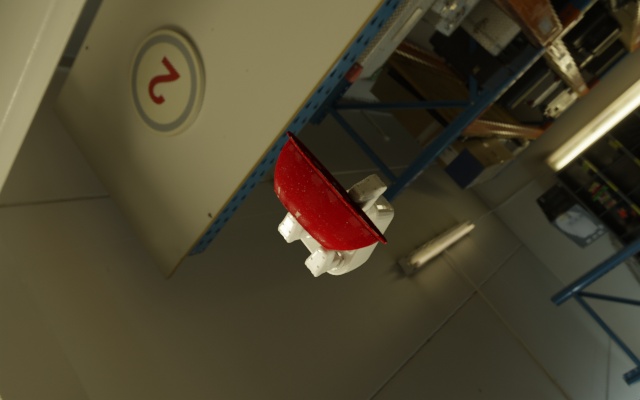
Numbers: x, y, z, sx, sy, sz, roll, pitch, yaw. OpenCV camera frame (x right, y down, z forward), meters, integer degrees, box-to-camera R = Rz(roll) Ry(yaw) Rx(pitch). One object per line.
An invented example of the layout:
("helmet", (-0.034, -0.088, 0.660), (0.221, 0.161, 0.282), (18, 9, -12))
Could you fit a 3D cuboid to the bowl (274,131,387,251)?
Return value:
("bowl", (-0.001, 0.002, 0.521), (0.055, 0.162, 0.162), (-41, -4, 4))
